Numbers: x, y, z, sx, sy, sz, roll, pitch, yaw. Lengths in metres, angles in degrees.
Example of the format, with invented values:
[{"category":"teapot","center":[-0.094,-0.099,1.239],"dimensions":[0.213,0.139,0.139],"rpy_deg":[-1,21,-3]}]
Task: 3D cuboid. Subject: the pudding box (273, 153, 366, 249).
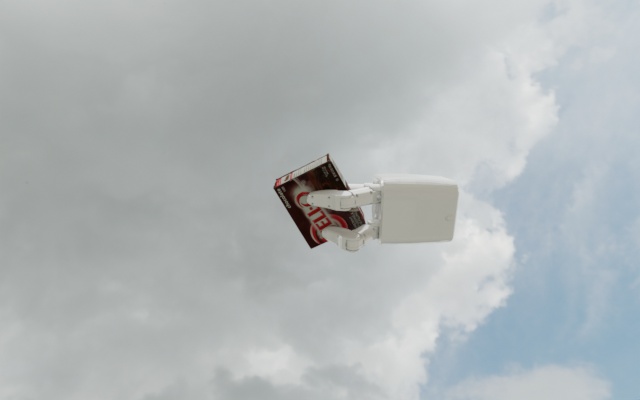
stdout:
[{"category":"pudding box","center":[0.000,0.002,0.675],"dimensions":[0.090,0.113,0.039],"rpy_deg":[-26,20,11]}]
